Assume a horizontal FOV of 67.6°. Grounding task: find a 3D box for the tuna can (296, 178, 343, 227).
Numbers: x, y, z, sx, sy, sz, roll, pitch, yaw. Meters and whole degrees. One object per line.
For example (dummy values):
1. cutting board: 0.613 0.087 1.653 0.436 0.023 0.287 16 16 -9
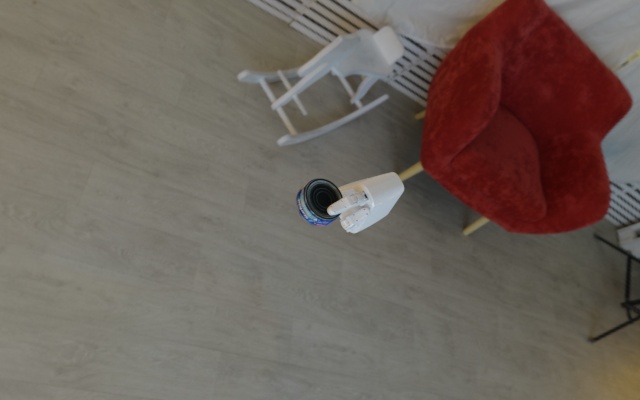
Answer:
1. tuna can: 0.000 0.003 0.880 0.086 0.086 0.034 0 -21 -32
